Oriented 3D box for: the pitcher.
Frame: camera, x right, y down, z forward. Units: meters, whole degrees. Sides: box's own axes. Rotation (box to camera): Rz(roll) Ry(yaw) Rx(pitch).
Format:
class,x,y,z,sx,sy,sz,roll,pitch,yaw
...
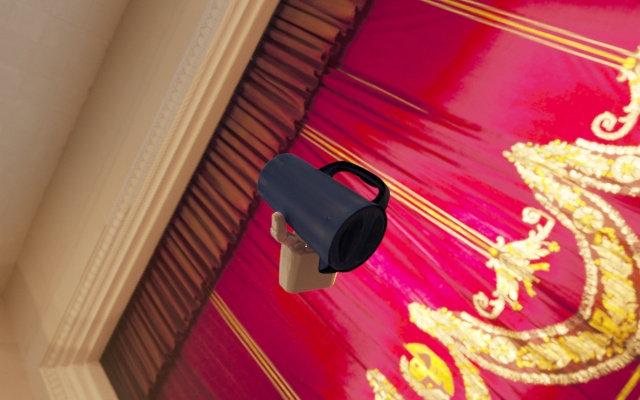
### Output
class,x,y,z,sx,sy,sz,roll,pitch,yaw
pitcher,0.000,0.003,0.858,0.149,0.145,0.242,-19,42,-35
